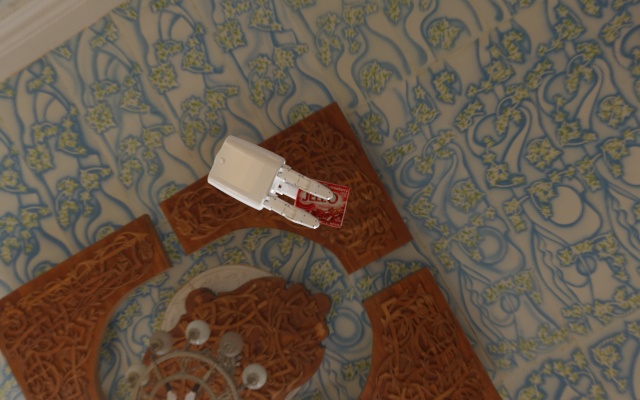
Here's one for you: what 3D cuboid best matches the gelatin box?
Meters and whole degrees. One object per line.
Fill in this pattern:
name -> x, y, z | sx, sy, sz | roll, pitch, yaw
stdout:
gelatin box -> 0.000, 0.003, 0.841 | 0.089, 0.073, 0.030 | 13, 4, -3
